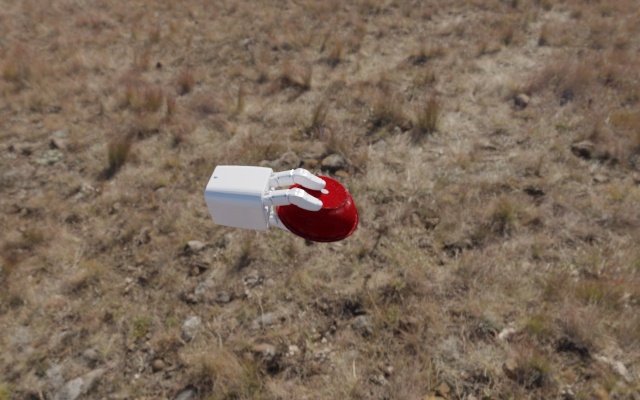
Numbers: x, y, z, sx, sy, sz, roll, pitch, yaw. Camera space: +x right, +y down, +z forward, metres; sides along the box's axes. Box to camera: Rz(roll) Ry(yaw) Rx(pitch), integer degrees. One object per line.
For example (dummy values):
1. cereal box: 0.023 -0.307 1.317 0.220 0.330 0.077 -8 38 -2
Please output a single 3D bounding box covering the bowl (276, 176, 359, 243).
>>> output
1. bowl: 0.002 0.003 0.898 0.162 0.055 0.162 9 41 -8
